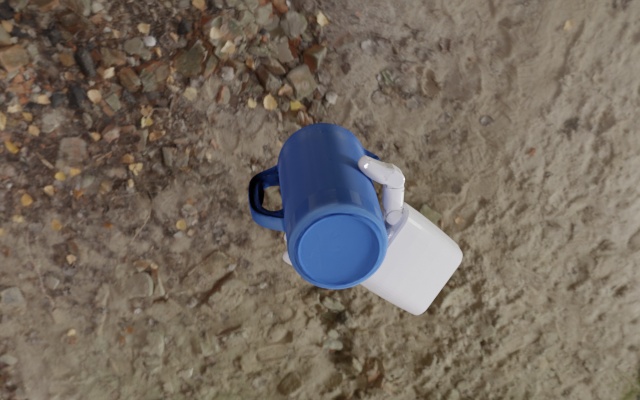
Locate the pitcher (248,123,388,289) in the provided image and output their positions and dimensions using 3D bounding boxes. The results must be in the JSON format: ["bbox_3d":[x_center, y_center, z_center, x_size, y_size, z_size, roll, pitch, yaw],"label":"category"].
[{"bbox_3d":[0.000,0.002,0.606,0.145,0.149,0.242,35,19,-19],"label":"pitcher"}]
